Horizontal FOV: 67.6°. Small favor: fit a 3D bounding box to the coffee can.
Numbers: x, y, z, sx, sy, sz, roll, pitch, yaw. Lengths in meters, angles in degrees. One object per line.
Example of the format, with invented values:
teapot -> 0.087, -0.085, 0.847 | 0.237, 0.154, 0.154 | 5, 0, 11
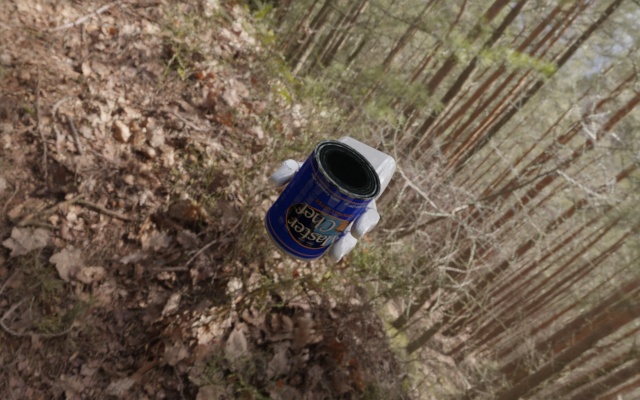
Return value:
coffee can -> 0.000, 0.002, 0.651 | 0.103, 0.102, 0.140 | 0, -39, -42
